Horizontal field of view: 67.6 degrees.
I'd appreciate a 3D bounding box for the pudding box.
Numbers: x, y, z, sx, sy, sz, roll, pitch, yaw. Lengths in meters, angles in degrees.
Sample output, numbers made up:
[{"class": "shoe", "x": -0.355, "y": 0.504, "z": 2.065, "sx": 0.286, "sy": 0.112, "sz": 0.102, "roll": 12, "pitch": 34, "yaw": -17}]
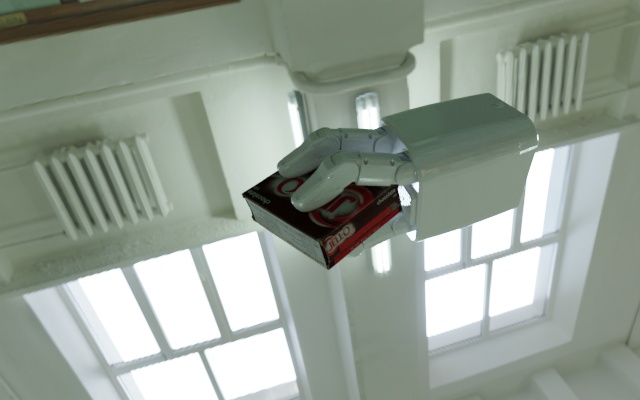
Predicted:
[{"class": "pudding box", "x": 0.000, "y": 0.001, "z": 0.418, "sx": 0.090, "sy": 0.039, "sz": 0.113, "roll": -35, "pitch": 38, "yaw": -26}]
